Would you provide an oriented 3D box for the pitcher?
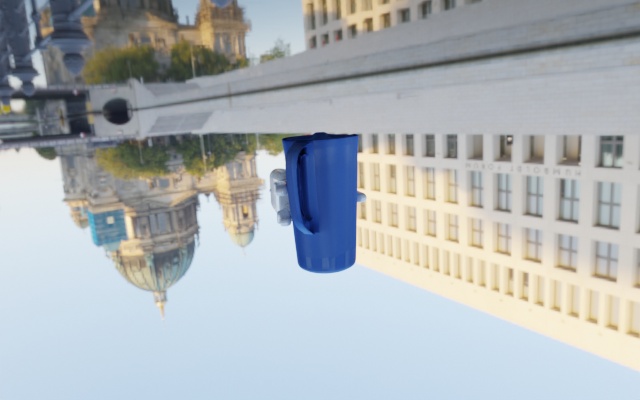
[{"bbox_3d":[0.000,0.003,0.842,0.149,0.243,0.145,-7,12,-18],"label":"pitcher"}]
